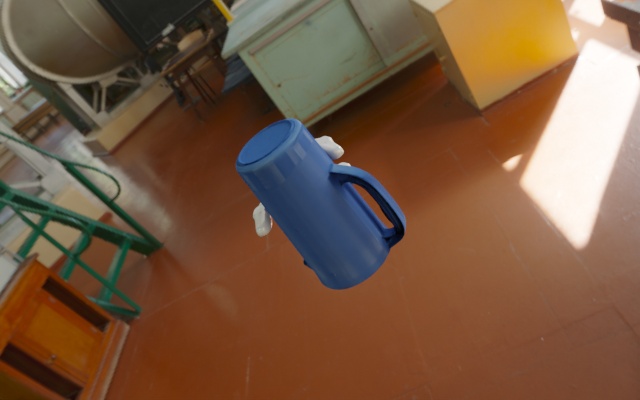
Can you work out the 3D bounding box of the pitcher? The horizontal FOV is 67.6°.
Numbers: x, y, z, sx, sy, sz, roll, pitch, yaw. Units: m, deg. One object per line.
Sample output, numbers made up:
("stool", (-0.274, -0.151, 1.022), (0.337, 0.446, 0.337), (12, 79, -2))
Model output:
("pitcher", (0.000, 0.002, 0.684), (0.149, 0.243, 0.145), (-43, 30, -9))
